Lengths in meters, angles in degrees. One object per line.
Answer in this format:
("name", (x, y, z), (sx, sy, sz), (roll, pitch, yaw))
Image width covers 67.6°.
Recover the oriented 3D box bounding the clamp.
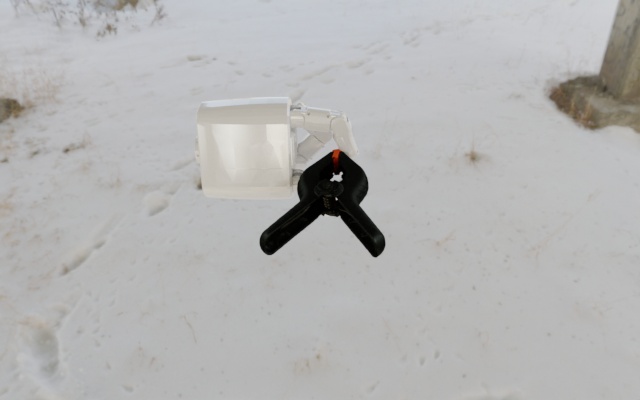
("clamp", (0.000, 0.001, 0.507), (0.120, 0.039, 0.171), (0, 34, -1))
